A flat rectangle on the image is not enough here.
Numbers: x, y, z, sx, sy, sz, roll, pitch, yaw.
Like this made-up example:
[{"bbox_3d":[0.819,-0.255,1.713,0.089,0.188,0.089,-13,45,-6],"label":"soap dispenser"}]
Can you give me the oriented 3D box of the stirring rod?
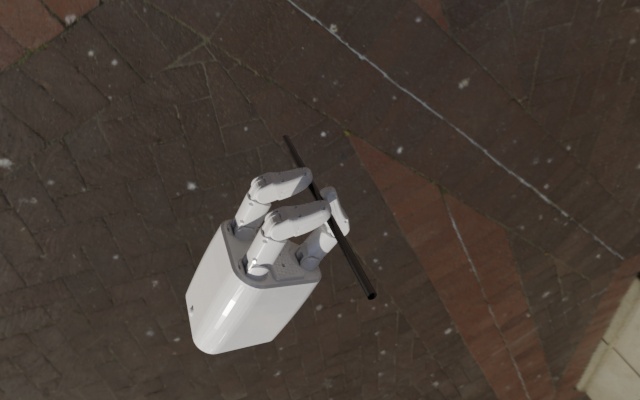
[{"bbox_3d":[0.000,0.001,0.455,0.011,0.011,0.239,0,37,-25],"label":"stirring rod"}]
